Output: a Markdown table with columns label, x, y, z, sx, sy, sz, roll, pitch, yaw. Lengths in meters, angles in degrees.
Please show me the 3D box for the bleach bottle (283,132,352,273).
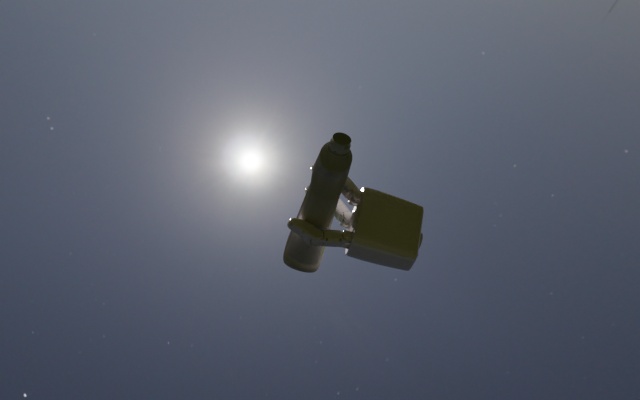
| label | x | y | z | sx | sy | sz | roll | pitch | yaw |
| --- | --- | --- | --- | --- | --- | --- | --- | --- | --- |
| bleach bottle | 0.000 | 0.002 | 0.766 | 0.068 | 0.251 | 0.102 | 16 | 44 | -3 |
